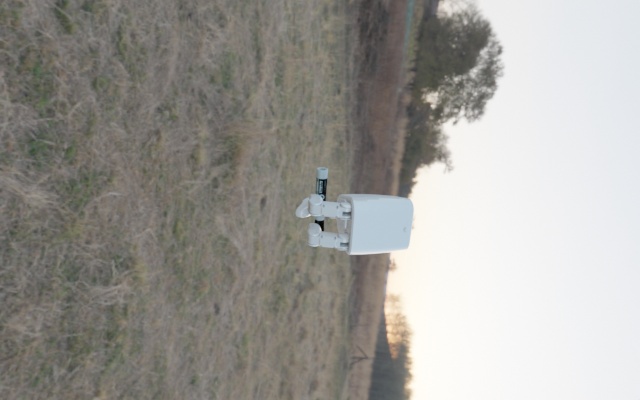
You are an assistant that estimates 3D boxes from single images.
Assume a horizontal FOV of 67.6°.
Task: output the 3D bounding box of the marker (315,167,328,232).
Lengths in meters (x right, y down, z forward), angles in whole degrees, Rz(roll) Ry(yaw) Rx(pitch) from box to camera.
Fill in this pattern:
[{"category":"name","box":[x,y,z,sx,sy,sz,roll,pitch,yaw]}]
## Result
[{"category":"marker","box":[0.000,0.003,0.824,0.020,0.121,0.020,3,22,-1]}]
